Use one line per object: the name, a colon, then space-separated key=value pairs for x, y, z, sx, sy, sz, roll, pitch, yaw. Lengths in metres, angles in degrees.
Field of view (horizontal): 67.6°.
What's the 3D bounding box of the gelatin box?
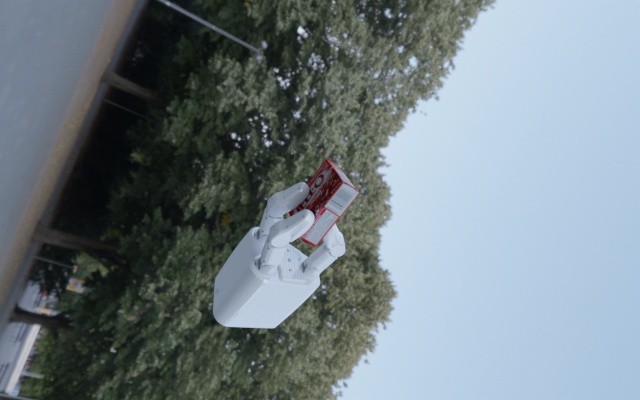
gelatin box: x=0.001 y=0.002 z=0.591 sx=0.030 sy=0.089 sz=0.073 roll=31 pitch=15 yaw=-28
